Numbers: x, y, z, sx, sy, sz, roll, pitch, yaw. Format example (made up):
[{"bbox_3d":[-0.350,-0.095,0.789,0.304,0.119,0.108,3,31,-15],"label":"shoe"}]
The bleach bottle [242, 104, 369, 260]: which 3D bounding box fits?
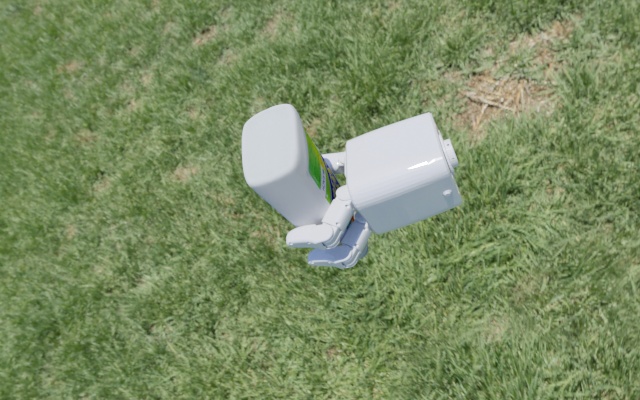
[{"bbox_3d":[0.000,0.002,0.578,0.068,0.102,0.251,-20,-36,17],"label":"bleach bottle"}]
